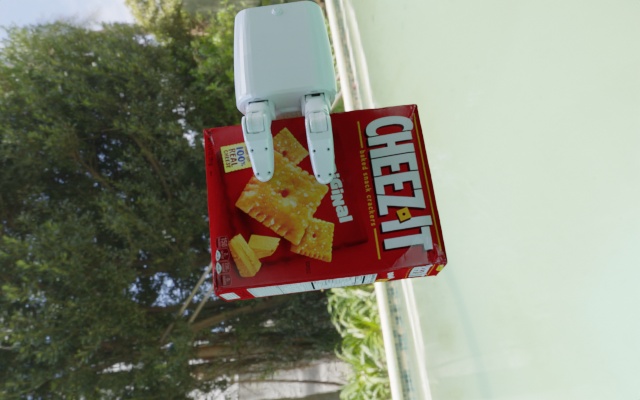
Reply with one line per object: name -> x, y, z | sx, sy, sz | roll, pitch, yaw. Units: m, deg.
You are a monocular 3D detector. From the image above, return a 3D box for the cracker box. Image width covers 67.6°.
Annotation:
cracker box -> 0.000, 0.002, 0.468 | 0.214, 0.164, 0.072 | -7, -18, 1
